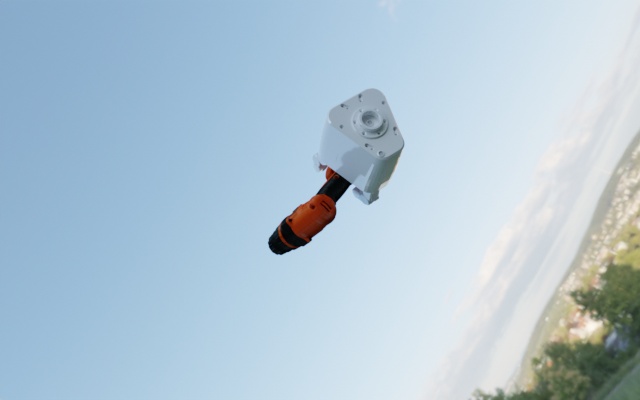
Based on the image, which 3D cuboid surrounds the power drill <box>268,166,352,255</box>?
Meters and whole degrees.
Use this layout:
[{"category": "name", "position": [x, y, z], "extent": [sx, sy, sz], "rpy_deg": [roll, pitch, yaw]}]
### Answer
[{"category": "power drill", "position": [0.000, 0.002, 0.781], "extent": [0.187, 0.057, 0.184], "rpy_deg": [-53, 10, -36]}]
